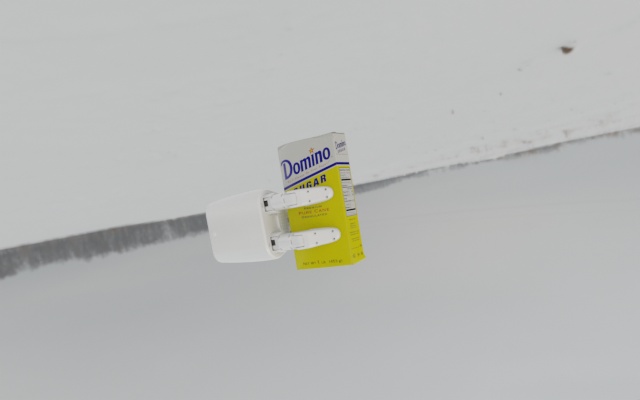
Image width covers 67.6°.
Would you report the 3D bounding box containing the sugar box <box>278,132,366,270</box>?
[{"bbox_3d":[0.000,0.002,0.655,0.093,0.176,0.048,-11,1,31],"label":"sugar box"}]
